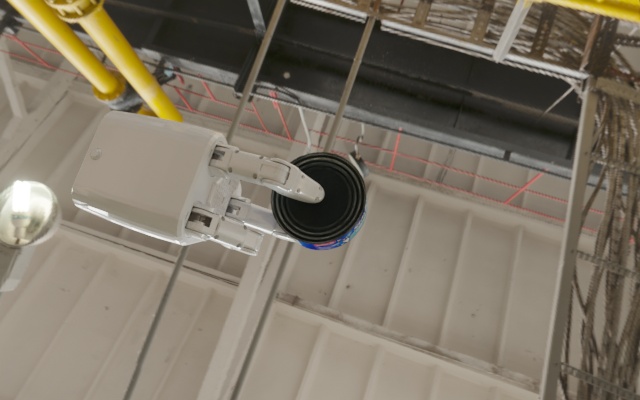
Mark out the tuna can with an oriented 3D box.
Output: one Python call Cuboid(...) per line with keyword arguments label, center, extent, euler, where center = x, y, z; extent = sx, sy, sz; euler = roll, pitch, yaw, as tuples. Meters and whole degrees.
Cuboid(label="tuna can", center=(0.000, 0.002, 0.436), extent=(0.086, 0.086, 0.034), euler=(0, -18, 9))
